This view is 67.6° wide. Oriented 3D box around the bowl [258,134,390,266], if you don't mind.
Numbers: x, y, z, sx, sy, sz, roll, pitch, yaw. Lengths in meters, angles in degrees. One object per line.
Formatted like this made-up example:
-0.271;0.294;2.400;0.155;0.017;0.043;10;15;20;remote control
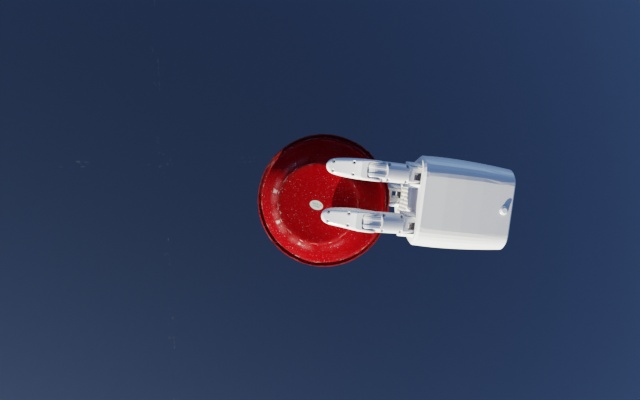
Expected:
-0.001;0.002;0.556;0.162;0.162;0.055;0;4;7;bowl
